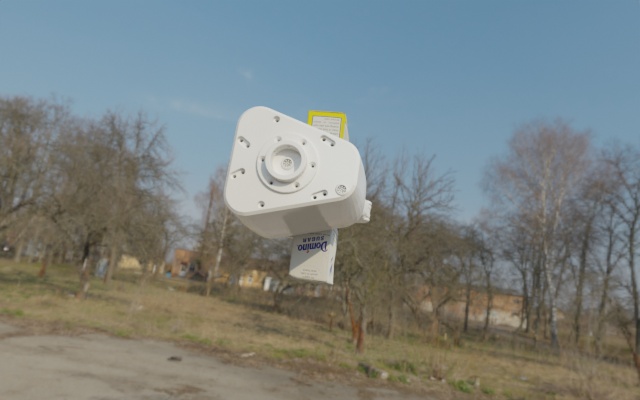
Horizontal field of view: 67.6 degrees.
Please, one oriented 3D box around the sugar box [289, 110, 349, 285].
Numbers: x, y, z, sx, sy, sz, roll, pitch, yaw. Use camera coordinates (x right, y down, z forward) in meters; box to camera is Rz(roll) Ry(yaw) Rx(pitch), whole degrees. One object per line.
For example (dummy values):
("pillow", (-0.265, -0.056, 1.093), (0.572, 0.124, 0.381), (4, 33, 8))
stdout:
("sugar box", (0.000, 0.002, 0.522), (0.048, 0.176, 0.093), (8, -11, 7))
